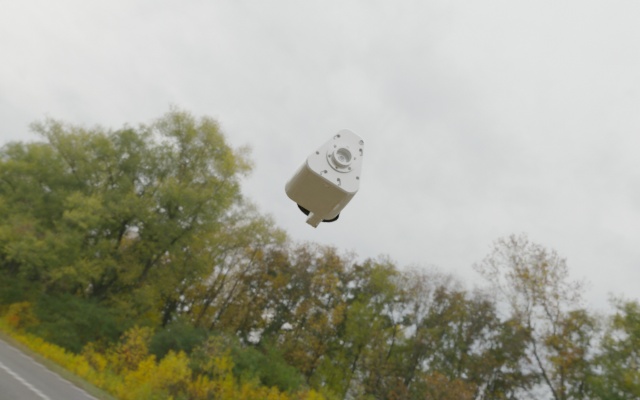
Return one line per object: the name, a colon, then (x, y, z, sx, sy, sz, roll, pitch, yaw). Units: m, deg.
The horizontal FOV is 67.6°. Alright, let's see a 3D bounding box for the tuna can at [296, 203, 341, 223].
tuna can: (0.000, 0.002, 0.891, 0.086, 0.033, 0.086, 17, -32, 11)
